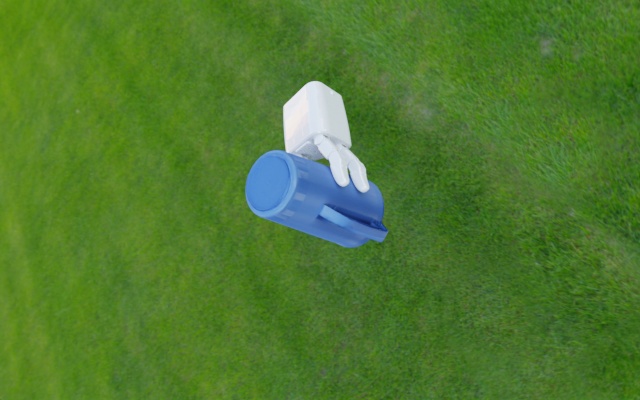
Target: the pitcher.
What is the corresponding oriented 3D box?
[{"bbox_3d":[0.000,0.002,0.809,0.149,0.145,0.243,-19,-23,34],"label":"pitcher"}]
